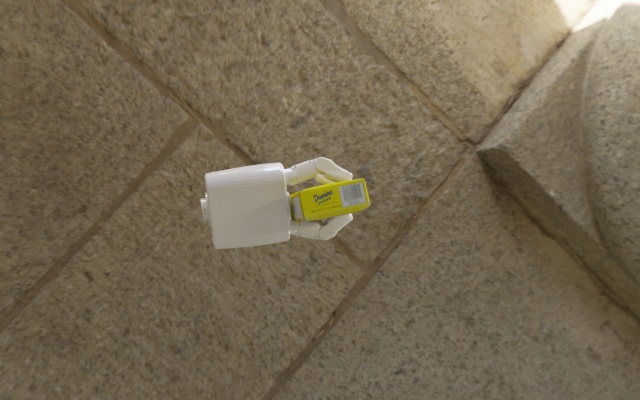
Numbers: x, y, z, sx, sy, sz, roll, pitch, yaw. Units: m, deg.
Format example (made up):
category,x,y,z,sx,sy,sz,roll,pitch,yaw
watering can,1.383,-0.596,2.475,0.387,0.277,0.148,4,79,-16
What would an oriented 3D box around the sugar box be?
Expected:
category,x,y,z,sx,sy,sz,roll,pitch,yaw
sugar box,0.000,0.002,0.702,0.093,0.048,0.176,-11,2,-14
